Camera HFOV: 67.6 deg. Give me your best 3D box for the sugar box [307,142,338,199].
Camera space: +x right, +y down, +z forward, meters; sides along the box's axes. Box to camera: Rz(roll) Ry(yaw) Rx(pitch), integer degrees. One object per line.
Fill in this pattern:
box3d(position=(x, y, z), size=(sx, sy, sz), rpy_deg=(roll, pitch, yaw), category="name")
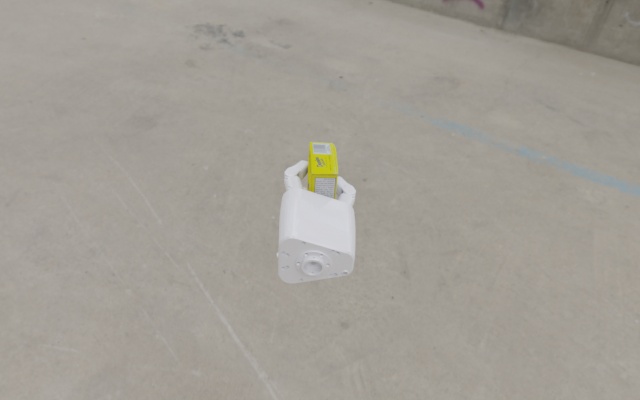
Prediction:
box3d(position=(0.000, 0.003, 0.780), size=(0.048, 0.176, 0.093), rpy_deg=(3, 38, -5), category="sugar box")
